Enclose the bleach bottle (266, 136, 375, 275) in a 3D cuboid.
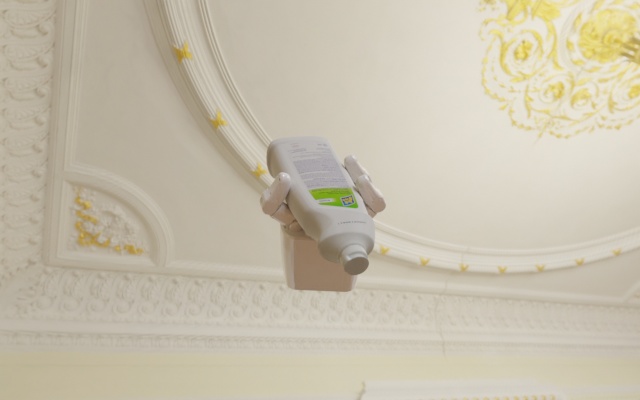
[{"bbox_3d":[0.000,0.002,0.622,0.102,0.068,0.250,-7,37,-14],"label":"bleach bottle"}]
